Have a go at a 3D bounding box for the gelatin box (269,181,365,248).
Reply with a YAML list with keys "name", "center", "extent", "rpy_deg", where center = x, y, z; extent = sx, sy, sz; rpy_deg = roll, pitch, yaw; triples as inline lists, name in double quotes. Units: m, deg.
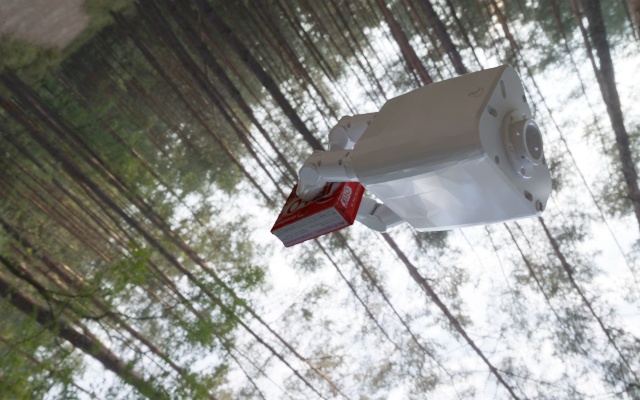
- name: "gelatin box"
  center: [0.000, 0.002, 0.467]
  extent: [0.089, 0.030, 0.073]
  rpy_deg: [-24, 29, 38]
